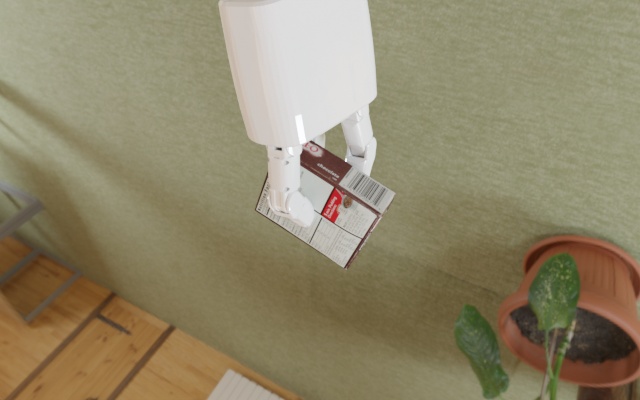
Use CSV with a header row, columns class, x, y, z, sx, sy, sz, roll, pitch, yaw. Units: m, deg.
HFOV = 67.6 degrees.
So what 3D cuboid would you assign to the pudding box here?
class,x,y,z,sx,sy,sz,roll,pitch,yaw
pudding box,0.000,0.002,0.448,0.113,0.090,0.039,34,46,8
